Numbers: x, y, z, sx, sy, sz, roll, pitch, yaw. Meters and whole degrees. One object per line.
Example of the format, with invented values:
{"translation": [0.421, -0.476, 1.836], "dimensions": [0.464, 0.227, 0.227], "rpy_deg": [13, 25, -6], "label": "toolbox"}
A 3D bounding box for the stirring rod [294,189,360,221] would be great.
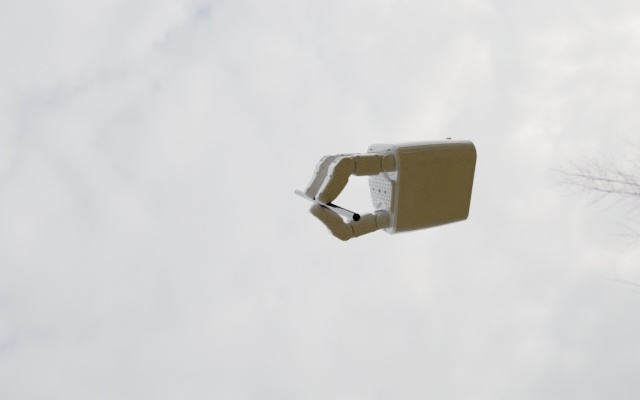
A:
{"translation": [0.000, 0.002, 0.560], "dimensions": [0.011, 0.011, 0.239], "rpy_deg": [0, 7, -16], "label": "stirring rod"}
